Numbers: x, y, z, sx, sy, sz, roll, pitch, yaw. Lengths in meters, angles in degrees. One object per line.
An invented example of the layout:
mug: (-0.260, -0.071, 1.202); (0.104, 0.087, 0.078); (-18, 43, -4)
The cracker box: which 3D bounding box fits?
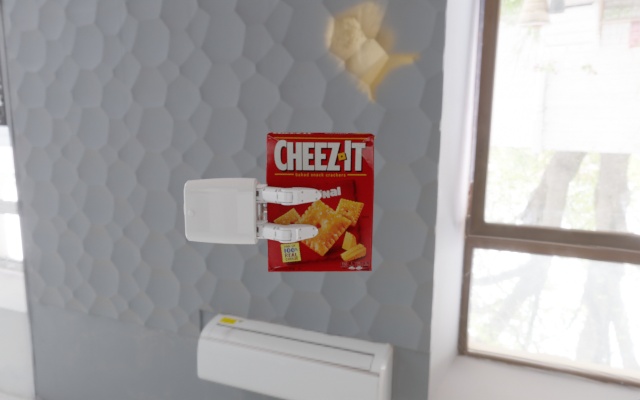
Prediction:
cracker box: (0.000, 0.003, 0.743); (0.164, 0.214, 0.072); (0, 9, 1)
